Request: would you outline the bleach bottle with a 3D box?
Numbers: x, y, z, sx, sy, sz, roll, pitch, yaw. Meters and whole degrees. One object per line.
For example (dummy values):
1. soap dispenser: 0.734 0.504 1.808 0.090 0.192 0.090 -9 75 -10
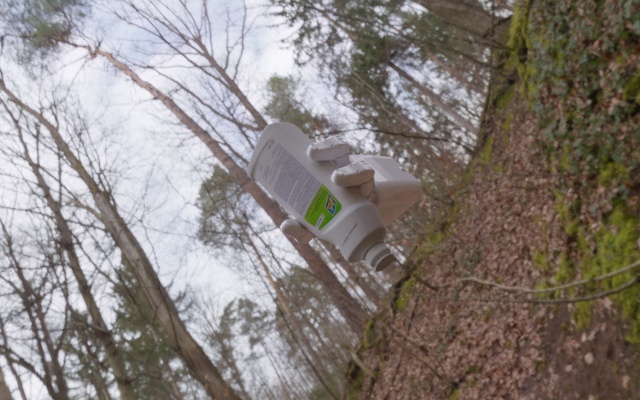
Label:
1. bleach bottle: 0.000 0.002 0.630 0.068 0.103 0.250 -7 44 -43
